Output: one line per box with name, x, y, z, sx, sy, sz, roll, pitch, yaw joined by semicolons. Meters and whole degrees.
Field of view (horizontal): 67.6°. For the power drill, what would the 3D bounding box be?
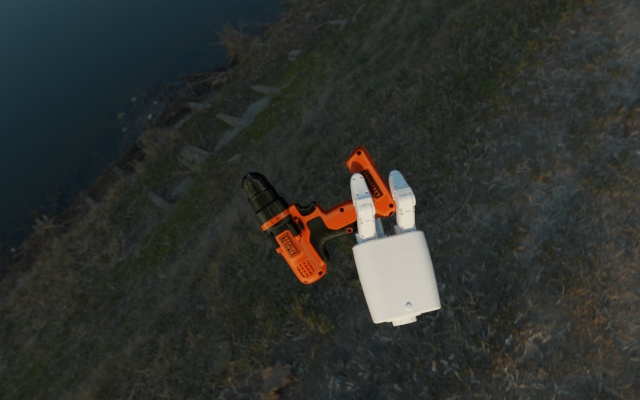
power drill;0.001;0.002;0.682;0.188;0.184;0.057;-33;4;14
